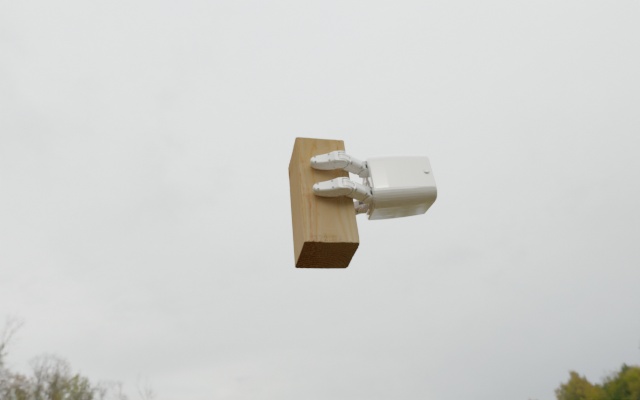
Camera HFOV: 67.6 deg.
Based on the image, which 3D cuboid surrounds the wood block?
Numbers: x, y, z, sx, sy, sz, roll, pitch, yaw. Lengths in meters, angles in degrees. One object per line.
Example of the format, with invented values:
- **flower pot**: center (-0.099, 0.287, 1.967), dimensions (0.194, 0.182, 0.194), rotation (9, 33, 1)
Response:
- **wood block**: center (0.000, 0.003, 0.803), dimensions (0.090, 0.206, 0.091), rotation (2, -35, -12)
